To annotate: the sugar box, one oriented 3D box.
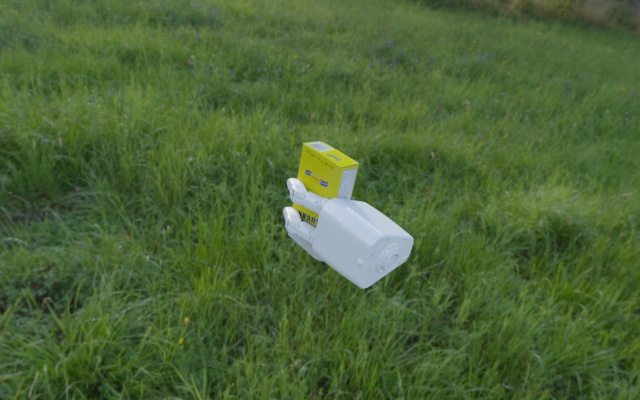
[{"bbox_3d":[0.000,0.003,0.770,0.048,0.176,0.093,-12,36,-40],"label":"sugar box"}]
